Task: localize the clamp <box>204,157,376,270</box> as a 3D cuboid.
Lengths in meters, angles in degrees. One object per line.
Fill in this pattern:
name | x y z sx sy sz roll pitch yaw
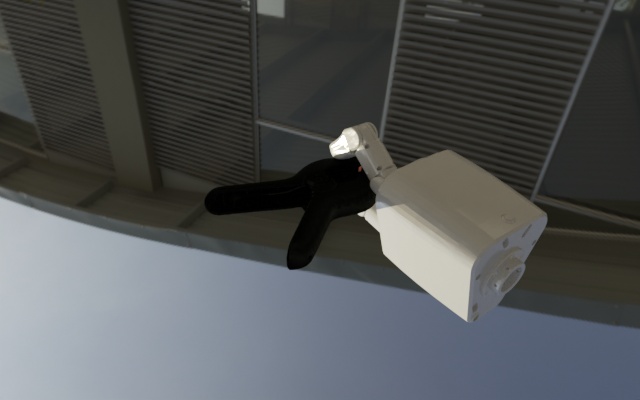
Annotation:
clamp | 0.000 0.002 0.418 0.171 0.039 0.120 -21 44 -30
